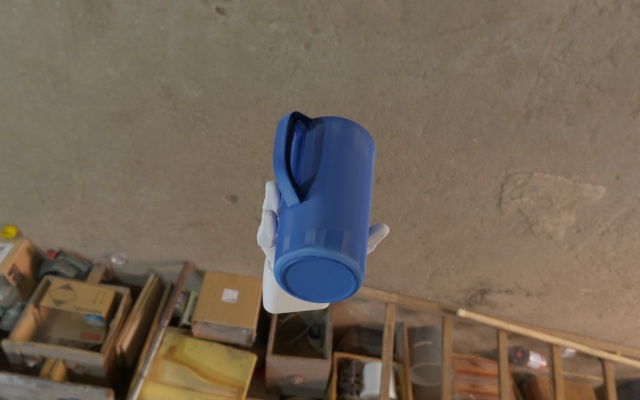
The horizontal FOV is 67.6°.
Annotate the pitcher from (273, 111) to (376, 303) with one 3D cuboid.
[{"bbox_3d":[0.000,0.002,0.630,0.149,0.242,0.145,11,-45,-4],"label":"pitcher"}]
